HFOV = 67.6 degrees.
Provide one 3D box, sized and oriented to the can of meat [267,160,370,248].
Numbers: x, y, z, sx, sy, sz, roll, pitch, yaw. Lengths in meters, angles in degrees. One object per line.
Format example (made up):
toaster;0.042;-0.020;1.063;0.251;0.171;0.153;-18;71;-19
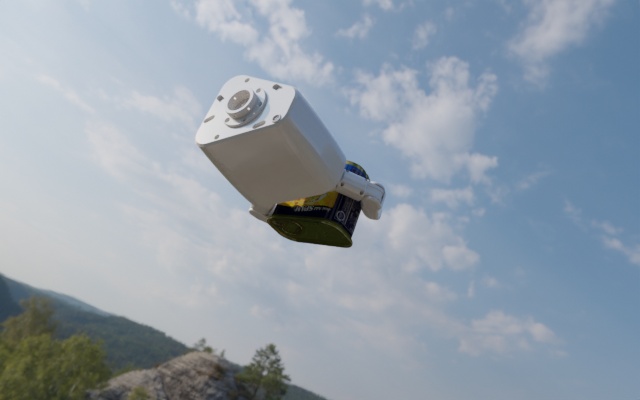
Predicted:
can of meat;0.000;0.002;0.552;0.102;0.084;0.057;3;-30;35
